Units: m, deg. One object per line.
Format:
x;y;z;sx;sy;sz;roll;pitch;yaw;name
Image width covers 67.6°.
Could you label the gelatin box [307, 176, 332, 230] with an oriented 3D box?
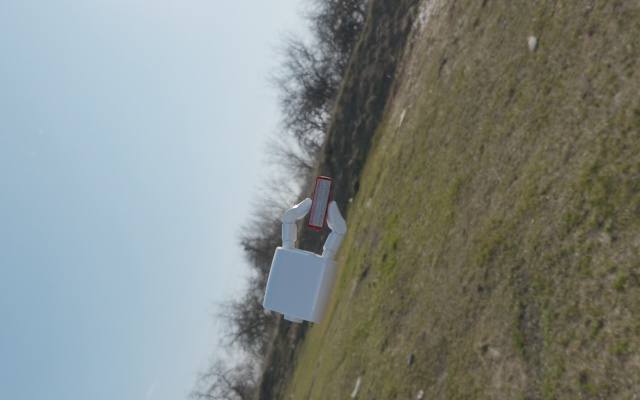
0.000;0.002;0.840;0.030;0.089;0.073;10;4;1;gelatin box
